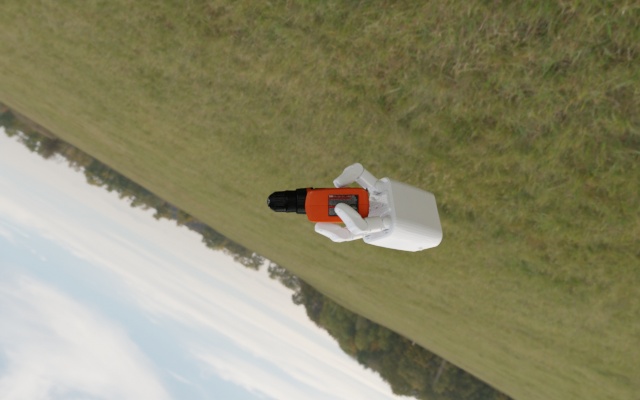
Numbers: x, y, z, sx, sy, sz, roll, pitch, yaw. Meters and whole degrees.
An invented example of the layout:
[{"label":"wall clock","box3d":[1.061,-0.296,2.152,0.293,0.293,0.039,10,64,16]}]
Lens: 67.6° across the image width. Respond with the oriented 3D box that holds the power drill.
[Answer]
[{"label":"power drill","box3d":[0.000,0.003,0.847,0.184,0.057,0.187,-3,5,-8]}]
